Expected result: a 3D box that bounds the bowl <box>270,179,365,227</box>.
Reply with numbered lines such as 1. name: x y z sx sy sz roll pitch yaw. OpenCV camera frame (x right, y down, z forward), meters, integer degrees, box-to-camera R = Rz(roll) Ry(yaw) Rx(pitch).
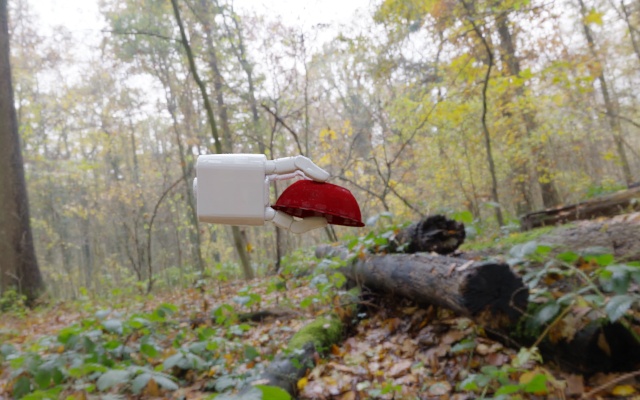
1. bowl: 0.001 0.002 0.799 0.162 0.055 0.162 11 -8 2
